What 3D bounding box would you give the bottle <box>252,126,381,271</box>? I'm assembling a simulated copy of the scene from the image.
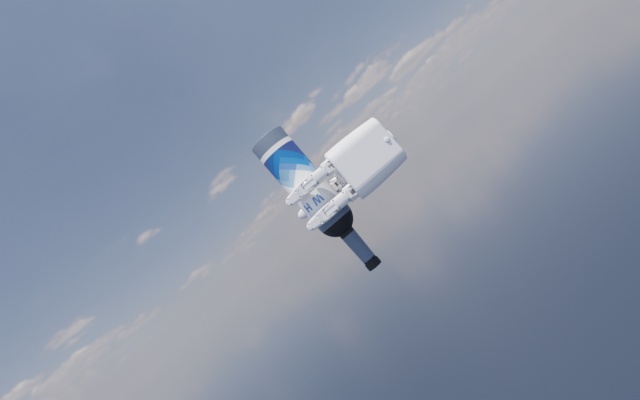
[{"bbox_3d":[0.000,0.003,0.833,0.069,0.295,0.069,-40,-2,-2],"label":"bottle"}]
